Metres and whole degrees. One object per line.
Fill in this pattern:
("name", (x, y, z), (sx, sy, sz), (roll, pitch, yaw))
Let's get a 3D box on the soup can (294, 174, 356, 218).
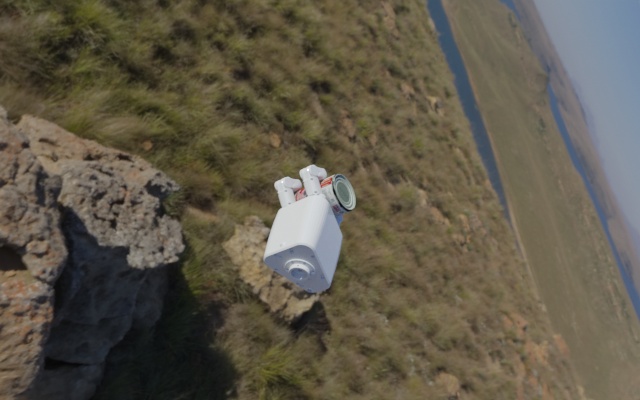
("soup can", (0.001, 0.002, 0.815), (0.102, 0.068, 0.068), (-23, -12, 30))
